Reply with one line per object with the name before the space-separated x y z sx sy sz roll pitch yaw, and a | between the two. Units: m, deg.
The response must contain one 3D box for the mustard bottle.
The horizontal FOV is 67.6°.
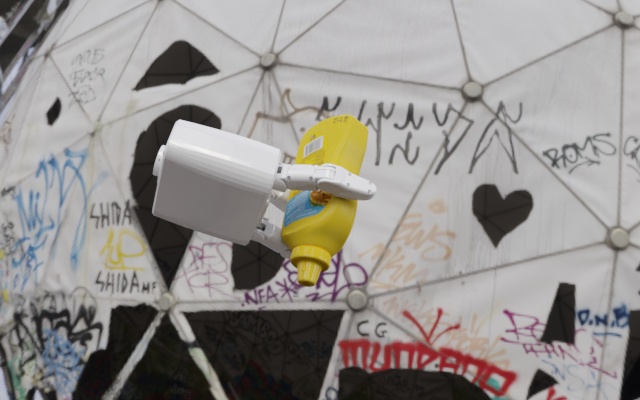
mustard bottle | 0.000 0.002 0.522 0.058 0.191 0.096 33 -37 -32
